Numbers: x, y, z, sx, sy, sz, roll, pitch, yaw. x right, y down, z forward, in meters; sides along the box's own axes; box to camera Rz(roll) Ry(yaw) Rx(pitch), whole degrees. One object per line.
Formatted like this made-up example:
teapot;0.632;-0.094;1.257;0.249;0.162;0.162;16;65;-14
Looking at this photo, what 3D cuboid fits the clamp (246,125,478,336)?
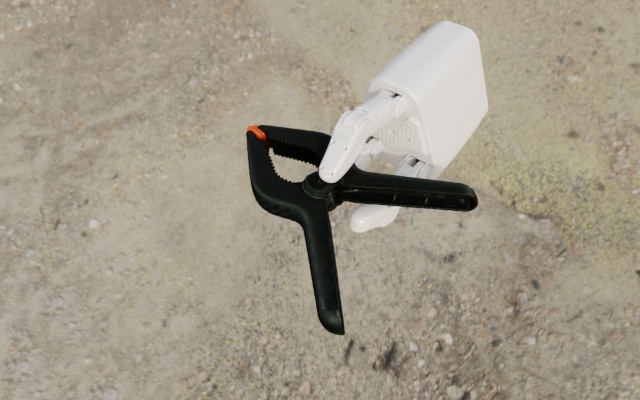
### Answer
clamp;0.000;0.000;0.403;0.210;0.164;0.036;32;-27;26
